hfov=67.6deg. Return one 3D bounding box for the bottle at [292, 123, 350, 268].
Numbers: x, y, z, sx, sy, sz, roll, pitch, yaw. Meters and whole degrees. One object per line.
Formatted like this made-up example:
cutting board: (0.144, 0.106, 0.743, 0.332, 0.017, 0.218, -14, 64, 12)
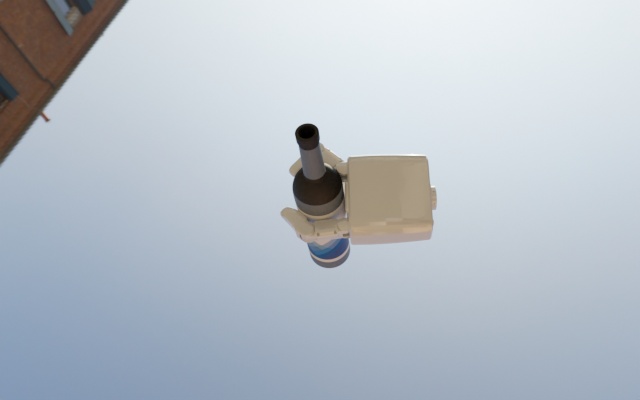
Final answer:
bottle: (0.000, 0.002, 0.653, 0.069, 0.069, 0.296, 0, -32, 7)
